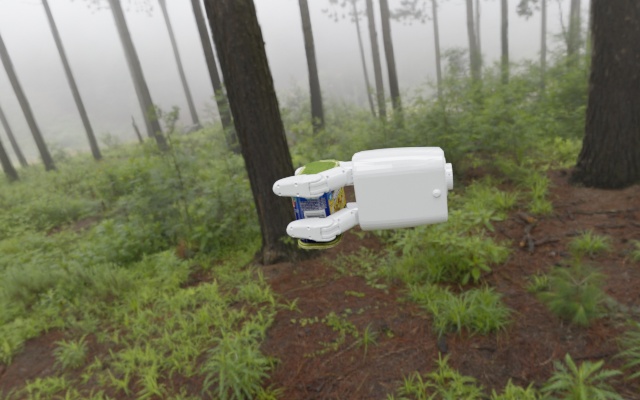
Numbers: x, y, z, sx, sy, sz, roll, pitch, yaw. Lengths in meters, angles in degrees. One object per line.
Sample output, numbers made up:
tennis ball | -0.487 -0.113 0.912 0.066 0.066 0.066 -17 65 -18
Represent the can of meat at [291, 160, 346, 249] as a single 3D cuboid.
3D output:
can of meat | 0.000 0.002 0.628 0.057 0.084 0.102 -3 25 16
